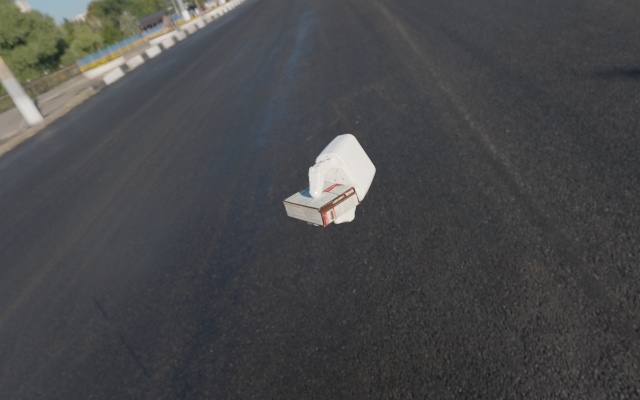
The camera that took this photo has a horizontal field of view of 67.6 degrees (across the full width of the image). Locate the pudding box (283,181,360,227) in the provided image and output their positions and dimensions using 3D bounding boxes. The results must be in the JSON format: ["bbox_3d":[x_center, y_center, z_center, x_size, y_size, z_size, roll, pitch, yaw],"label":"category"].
[{"bbox_3d":[0.000,0.003,0.863,0.090,0.039,0.113,-33,25,-30],"label":"pudding box"}]
